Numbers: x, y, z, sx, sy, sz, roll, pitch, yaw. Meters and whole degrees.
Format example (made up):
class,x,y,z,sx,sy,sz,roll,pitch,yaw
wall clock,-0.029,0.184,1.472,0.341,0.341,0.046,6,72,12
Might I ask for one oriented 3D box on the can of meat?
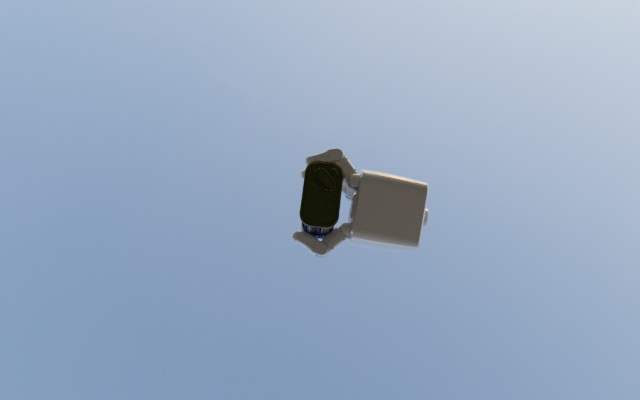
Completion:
class,x,y,z,sx,sy,sz,roll,pitch,yaw
can of meat,0.000,0.003,0.731,0.057,0.102,0.084,7,-18,0
